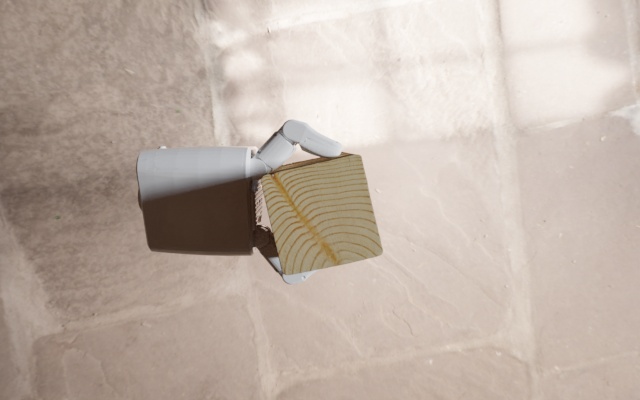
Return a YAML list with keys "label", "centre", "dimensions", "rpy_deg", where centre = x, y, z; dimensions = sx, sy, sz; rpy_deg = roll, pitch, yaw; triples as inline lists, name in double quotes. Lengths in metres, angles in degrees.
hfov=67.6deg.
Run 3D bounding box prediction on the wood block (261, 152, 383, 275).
- label: "wood block"
  centre: [0.000, 0.002, 0.503]
  dimensions: [0.090, 0.091, 0.206]
  rpy_deg: [-13, 7, 1]
